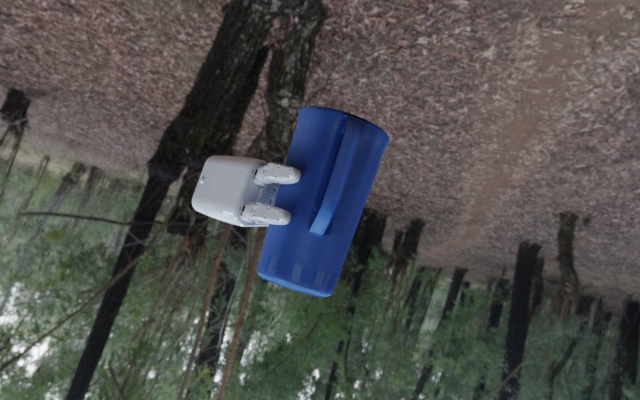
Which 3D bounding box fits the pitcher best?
[{"bbox_3d":[0.000,0.002,0.650,0.145,0.243,0.149,12,-9,36],"label":"pitcher"}]
